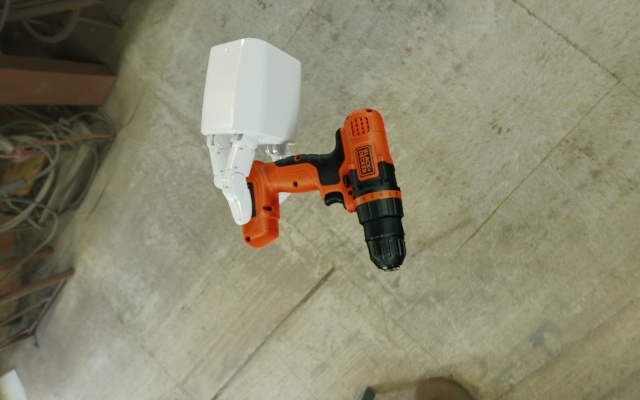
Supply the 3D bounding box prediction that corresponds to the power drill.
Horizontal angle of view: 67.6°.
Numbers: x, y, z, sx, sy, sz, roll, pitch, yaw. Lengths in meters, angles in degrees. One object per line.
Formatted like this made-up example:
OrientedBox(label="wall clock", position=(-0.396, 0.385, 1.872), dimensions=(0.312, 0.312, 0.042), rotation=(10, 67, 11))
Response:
OrientedBox(label="power drill", position=(0.000, 0.002, 0.552), dimensions=(0.187, 0.184, 0.057), rotation=(-13, -16, 18))
